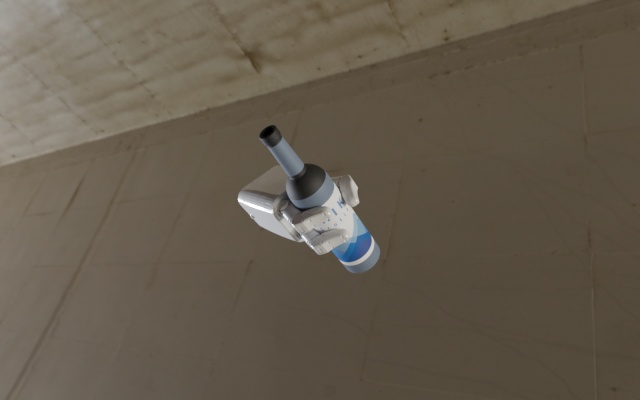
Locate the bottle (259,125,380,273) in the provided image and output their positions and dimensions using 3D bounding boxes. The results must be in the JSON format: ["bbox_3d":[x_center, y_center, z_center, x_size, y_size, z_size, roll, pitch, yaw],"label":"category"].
[{"bbox_3d":[0.000,0.003,0.722,0.069,0.069,0.296,0,-39,38],"label":"bottle"}]
